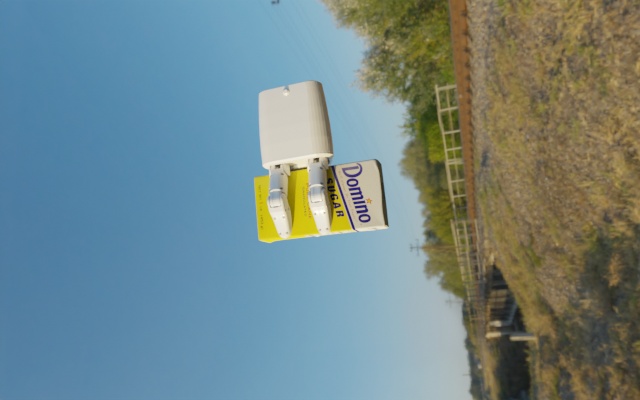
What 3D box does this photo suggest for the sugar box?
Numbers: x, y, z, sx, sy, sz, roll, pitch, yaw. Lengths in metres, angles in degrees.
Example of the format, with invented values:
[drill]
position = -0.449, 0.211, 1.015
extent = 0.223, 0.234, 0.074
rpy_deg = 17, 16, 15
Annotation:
[sugar box]
position = 0.000, 0.002, 0.656
extent = 0.176, 0.093, 0.048
rpy_deg = -9, -9, 16
